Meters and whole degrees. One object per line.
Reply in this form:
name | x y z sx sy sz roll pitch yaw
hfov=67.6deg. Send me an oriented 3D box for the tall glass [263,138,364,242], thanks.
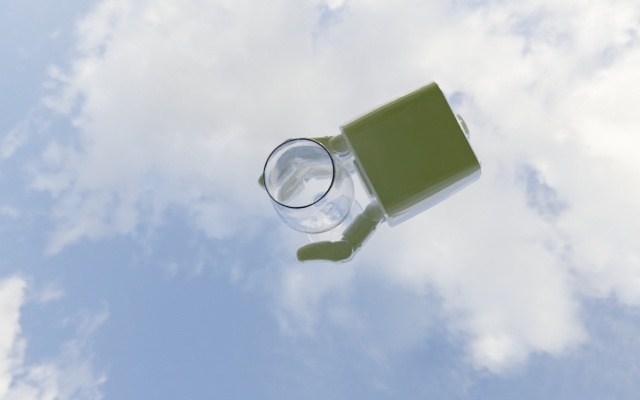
tall glass | 0.000 0.002 0.486 0.079 0.079 0.201 0 -14 11
